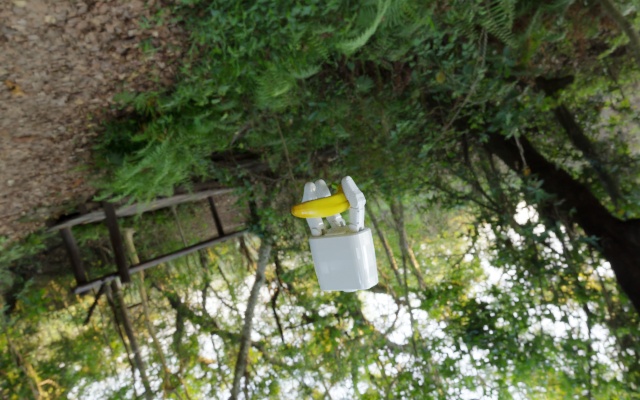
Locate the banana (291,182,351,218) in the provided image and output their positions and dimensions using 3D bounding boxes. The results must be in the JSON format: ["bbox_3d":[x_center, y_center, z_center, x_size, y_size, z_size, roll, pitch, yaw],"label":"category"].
[{"bbox_3d":[0.019,0.003,0.868,0.069,0.037,0.197,3,14,23],"label":"banana"}]
